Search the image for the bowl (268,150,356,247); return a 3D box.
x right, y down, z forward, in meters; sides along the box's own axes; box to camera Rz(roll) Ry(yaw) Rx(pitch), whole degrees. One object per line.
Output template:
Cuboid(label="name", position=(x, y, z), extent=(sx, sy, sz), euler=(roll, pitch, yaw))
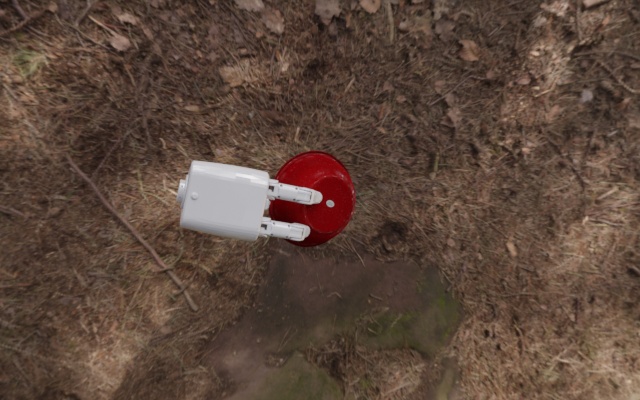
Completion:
Cuboid(label="bowl", position=(0.002, 0.002, 0.766), extent=(0.162, 0.162, 0.055), euler=(0, 9, -31))
